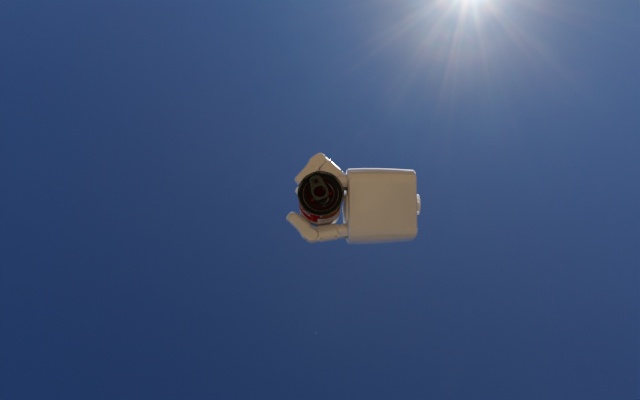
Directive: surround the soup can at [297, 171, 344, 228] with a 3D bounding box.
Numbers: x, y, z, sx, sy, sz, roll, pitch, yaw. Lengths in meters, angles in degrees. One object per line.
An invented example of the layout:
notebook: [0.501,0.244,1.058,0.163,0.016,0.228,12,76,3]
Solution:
soup can: [0.000,0.003,0.738,0.068,0.068,0.102,0,-15,0]
